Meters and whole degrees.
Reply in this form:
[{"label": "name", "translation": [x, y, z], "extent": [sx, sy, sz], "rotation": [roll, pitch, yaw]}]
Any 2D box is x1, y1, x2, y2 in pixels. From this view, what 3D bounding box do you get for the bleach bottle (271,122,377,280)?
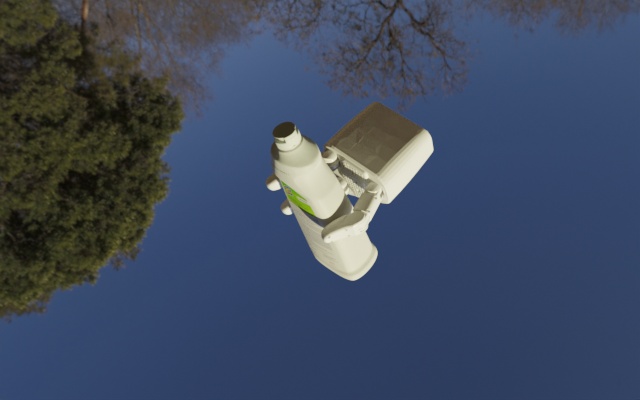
[{"label": "bleach bottle", "translation": [0.000, 0.002, 0.630], "extent": [0.102, 0.068, 0.251], "rotation": [27, -26, 37]}]
